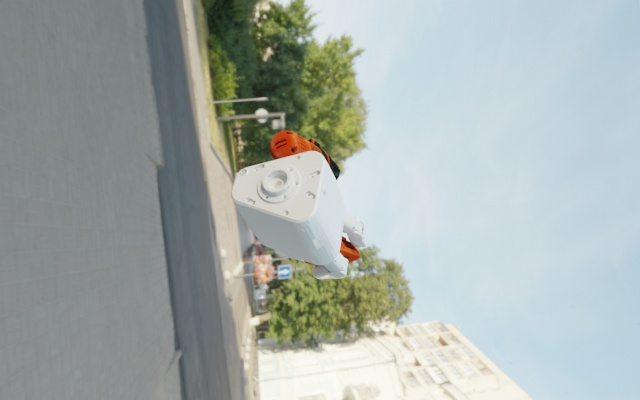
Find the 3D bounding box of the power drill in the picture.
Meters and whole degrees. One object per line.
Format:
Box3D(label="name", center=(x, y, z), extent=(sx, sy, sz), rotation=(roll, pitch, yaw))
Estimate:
Box3D(label="power drill", center=(0.000, 0.003, 0.703), extent=(0.057, 0.187, 0.184), rotation=(-25, -20, 20))
